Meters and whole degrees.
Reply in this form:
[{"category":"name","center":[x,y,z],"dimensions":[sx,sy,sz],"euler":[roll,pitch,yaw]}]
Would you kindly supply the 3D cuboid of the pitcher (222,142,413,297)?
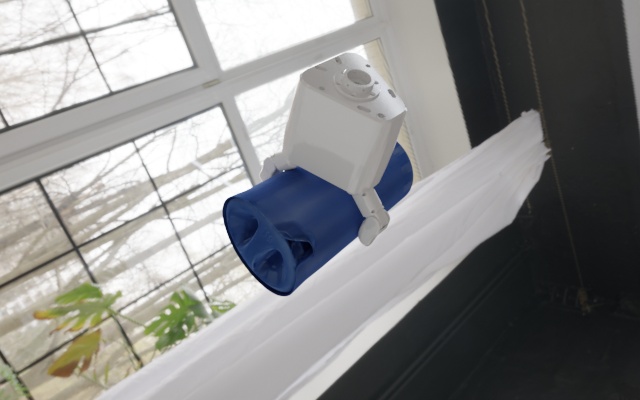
[{"category":"pitcher","center":[0.000,0.002,0.620],"dimensions":[0.242,0.149,0.145],"euler":[-33,-25,-33]}]
